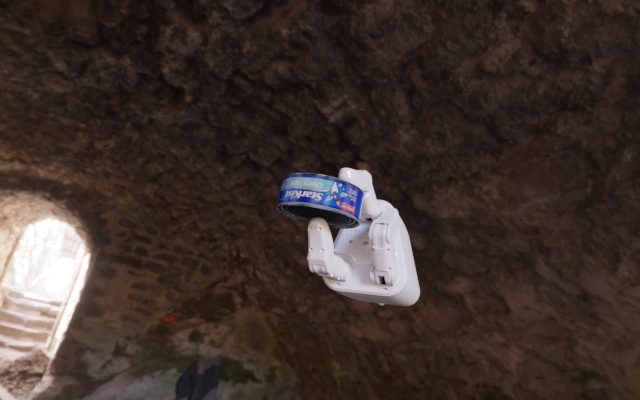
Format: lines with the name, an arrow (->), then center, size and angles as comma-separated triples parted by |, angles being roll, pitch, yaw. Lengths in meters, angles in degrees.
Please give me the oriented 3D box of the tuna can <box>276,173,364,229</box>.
tuna can -> 0.000, 0.001, 0.483 | 0.086, 0.033, 0.086 | 11, -14, 3
